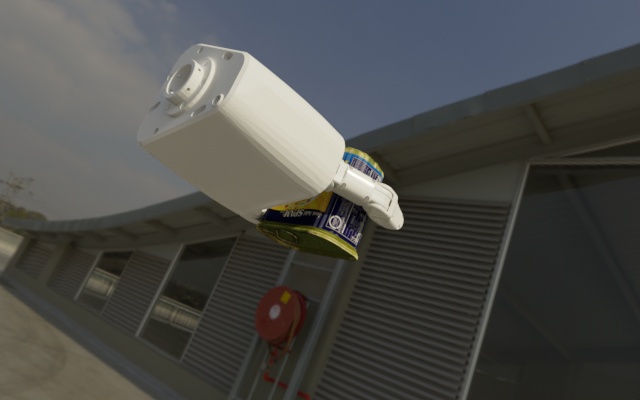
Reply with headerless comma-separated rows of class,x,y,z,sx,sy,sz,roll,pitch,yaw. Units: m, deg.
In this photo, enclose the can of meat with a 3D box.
can of meat,0.000,0.001,0.433,0.102,0.084,0.057,3,-25,47
